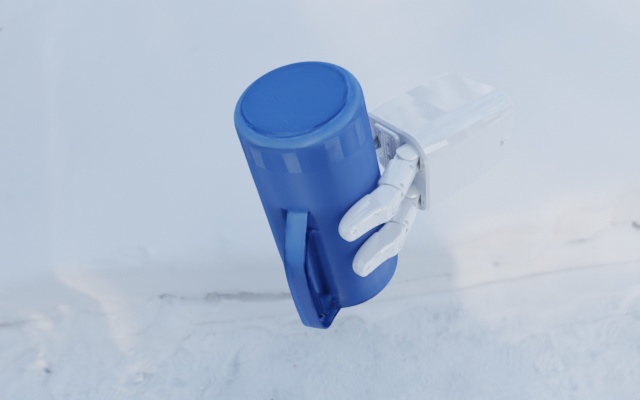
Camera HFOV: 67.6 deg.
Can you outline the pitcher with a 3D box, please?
[{"bbox_3d":[0.000,0.001,0.463,0.145,0.243,0.149,-30,50,-11],"label":"pitcher"}]
